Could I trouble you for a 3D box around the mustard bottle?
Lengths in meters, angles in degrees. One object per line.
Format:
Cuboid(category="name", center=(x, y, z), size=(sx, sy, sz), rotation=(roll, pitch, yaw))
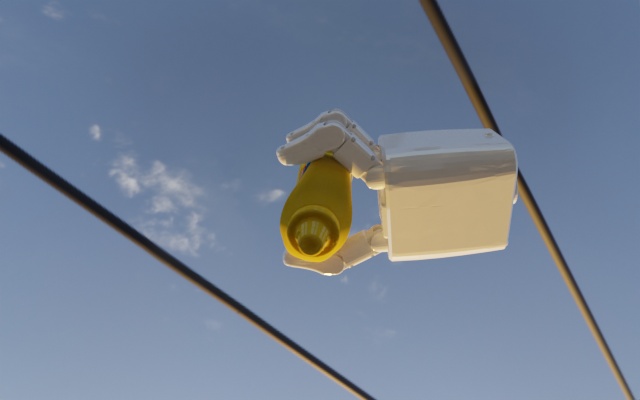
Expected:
Cuboid(category="mustard bottle", center=(0.000, 0.001, 0.435), size=(0.058, 0.096, 0.191), rotation=(18, 20, -3))
